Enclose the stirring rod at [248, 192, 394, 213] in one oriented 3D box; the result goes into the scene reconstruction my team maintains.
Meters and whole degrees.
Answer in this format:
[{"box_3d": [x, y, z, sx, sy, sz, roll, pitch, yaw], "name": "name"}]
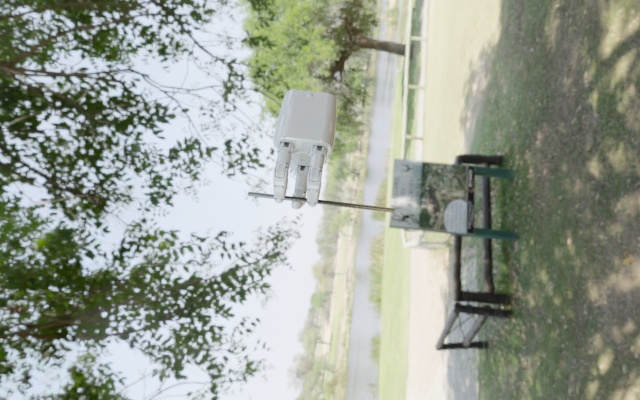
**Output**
[{"box_3d": [0.000, 0.003, 0.783, 0.239, 0.011, 0.011, 6, 0, 3], "name": "stirring rod"}]
